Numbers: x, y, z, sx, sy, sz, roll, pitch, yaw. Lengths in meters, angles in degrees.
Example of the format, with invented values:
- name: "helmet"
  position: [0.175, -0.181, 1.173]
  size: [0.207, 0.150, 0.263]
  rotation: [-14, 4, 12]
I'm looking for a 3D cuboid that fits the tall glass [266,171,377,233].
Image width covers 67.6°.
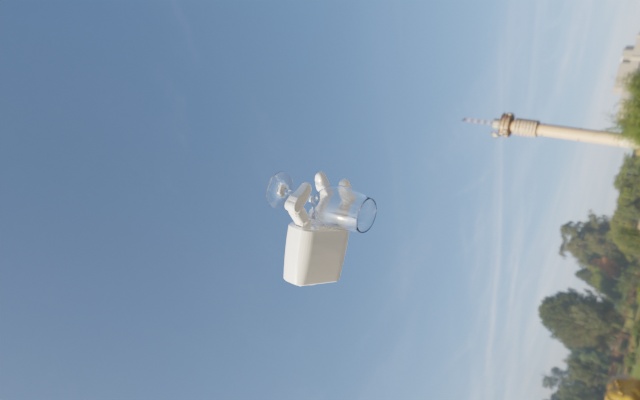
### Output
- name: "tall glass"
  position: [0.000, 0.003, 0.861]
  size: [0.201, 0.079, 0.079]
  rotation: [16, 9, 35]
